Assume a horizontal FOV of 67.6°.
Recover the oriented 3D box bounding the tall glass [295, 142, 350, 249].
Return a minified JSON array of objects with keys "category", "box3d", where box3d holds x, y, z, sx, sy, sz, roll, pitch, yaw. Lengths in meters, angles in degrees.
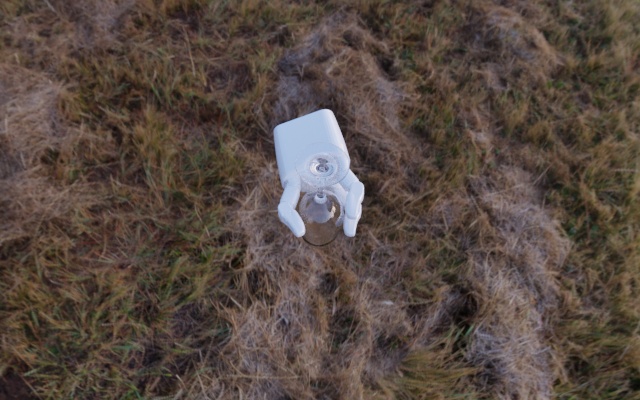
[{"category":"tall glass","box3d":[0.000,0.002,0.731,0.079,0.079,0.201,0,-32,-2]}]
